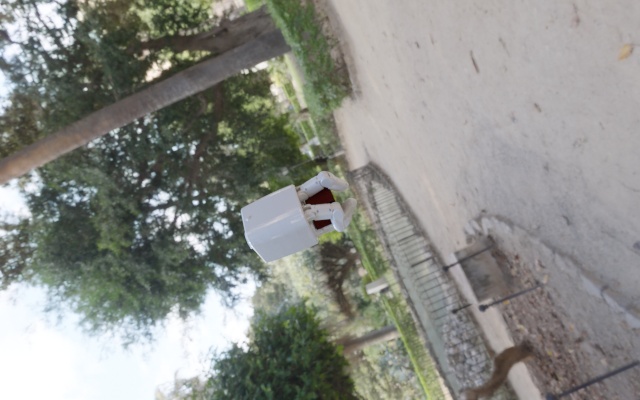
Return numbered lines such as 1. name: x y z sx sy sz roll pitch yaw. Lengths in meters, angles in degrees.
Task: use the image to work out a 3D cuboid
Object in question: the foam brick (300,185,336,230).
1. foam brick: 0.000 0.003 0.872 0.051 0.053 0.078 -23 42 1
